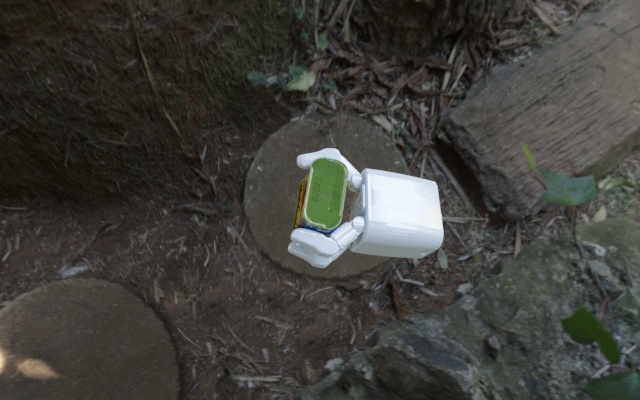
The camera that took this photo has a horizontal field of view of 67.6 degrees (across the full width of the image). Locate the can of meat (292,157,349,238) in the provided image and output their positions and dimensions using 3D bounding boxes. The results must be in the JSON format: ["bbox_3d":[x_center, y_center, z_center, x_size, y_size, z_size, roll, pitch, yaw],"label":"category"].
[{"bbox_3d":[0.000,0.002,0.643,0.057,0.102,0.084,11,-20,-7],"label":"can of meat"}]
